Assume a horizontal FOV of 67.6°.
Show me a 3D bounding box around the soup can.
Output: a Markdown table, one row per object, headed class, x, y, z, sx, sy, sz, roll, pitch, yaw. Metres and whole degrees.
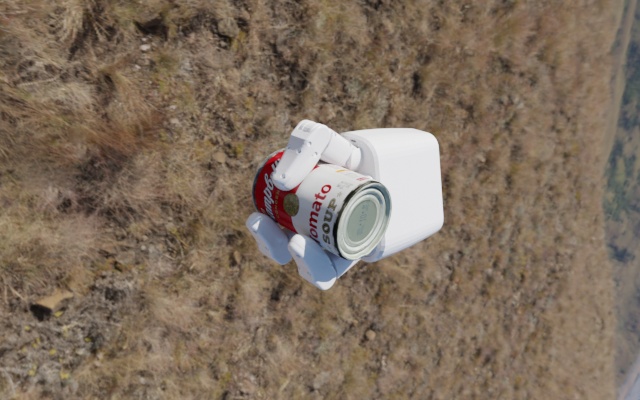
| class | x | y | z | sx | sy | sz | roll | pitch | yaw |
| --- | --- | --- | --- | --- | --- | --- | --- | --- | --- |
| soup can | 0.000 | 0.001 | 0.401 | 0.102 | 0.068 | 0.068 | 25 | 16 | 40 |
